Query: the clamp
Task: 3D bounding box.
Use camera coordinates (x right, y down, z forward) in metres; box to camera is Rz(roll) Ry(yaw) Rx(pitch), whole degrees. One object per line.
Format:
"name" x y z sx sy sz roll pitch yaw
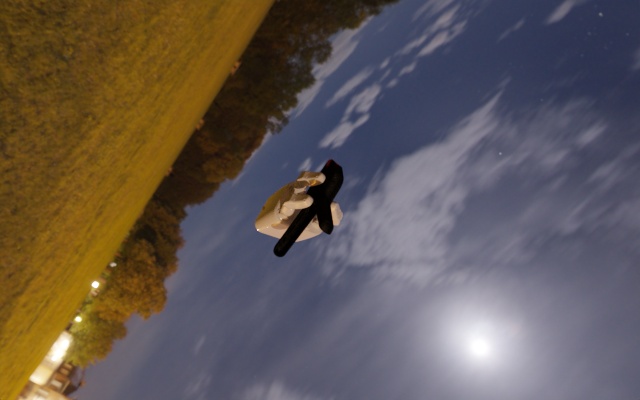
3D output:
"clamp" 0.001 0.003 0.870 0.036 0.210 0.164 39 -32 -20
